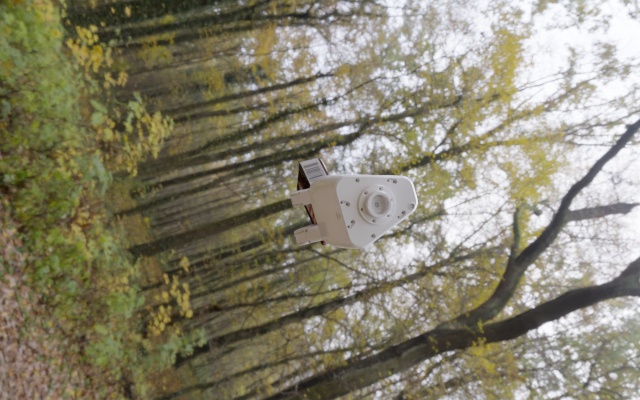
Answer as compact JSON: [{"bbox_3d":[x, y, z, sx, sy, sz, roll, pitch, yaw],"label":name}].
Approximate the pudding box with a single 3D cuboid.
[{"bbox_3d":[0.000,0.002,0.749,0.039,0.113,0.090,-17,-24,-15],"label":"pudding box"}]
